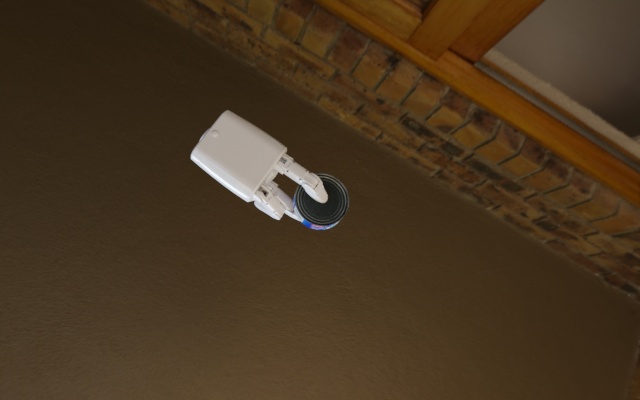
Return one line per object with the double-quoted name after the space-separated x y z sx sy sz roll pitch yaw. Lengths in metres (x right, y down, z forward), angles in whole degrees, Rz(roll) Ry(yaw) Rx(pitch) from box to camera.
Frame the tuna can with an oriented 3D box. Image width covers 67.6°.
0.000 0.003 0.752 0.086 0.086 0.034 0 -16 -10 "tuna can"
